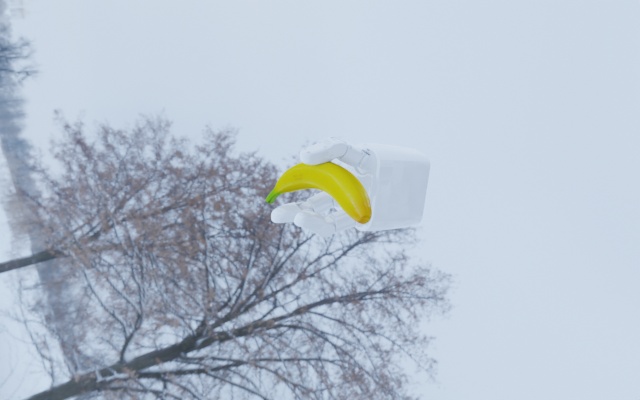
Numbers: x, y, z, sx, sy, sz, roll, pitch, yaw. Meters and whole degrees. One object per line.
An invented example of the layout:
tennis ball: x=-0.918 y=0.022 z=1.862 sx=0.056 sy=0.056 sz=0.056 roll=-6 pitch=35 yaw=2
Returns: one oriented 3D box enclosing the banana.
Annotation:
banana: x=0.002 y=-0.017 z=0.594 sx=0.037 sy=0.069 sz=0.198 roll=16 pitch=-4 yaw=-37
